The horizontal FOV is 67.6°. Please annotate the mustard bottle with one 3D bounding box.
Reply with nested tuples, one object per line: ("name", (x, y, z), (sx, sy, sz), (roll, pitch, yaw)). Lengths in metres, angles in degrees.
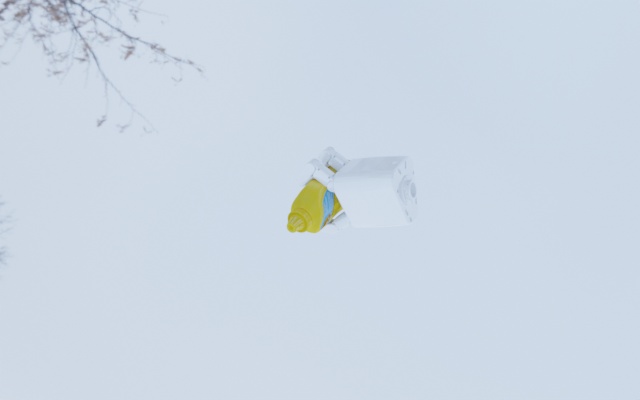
("mustard bottle", (0.000, 0.003, 0.832), (0.058, 0.096, 0.191), (22, 36, 21))
